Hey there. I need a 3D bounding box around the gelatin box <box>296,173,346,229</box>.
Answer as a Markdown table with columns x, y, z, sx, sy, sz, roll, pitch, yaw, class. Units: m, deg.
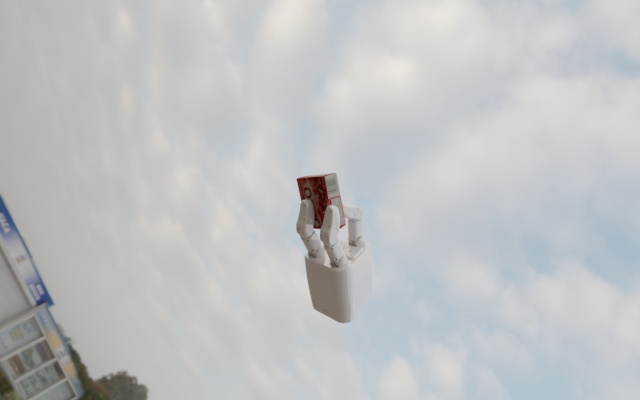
| x | y | z | sx | sy | sz | roll | pitch | yaw | class |
| --- | --- | --- | --- | --- | --- | --- | --- | --- | --- |
| 0.000 | 0.002 | 0.777 | 0.030 | 0.089 | 0.073 | -17 | 10 | -38 | gelatin box |
